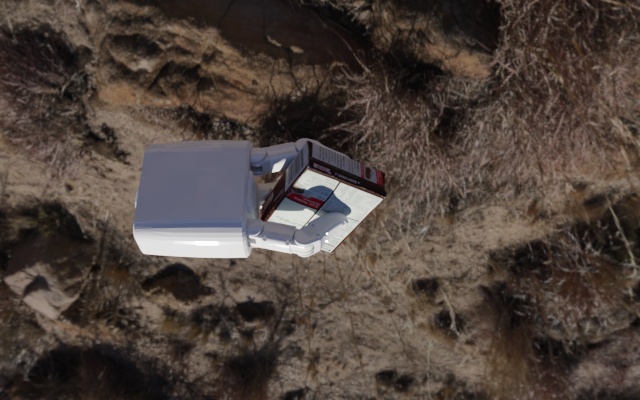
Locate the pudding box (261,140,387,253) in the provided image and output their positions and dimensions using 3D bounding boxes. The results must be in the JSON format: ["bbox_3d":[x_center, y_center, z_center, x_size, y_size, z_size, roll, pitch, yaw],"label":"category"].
[{"bbox_3d":[0.000,0.002,0.490,0.090,0.039,0.113,20,-43,-21],"label":"pudding box"}]
